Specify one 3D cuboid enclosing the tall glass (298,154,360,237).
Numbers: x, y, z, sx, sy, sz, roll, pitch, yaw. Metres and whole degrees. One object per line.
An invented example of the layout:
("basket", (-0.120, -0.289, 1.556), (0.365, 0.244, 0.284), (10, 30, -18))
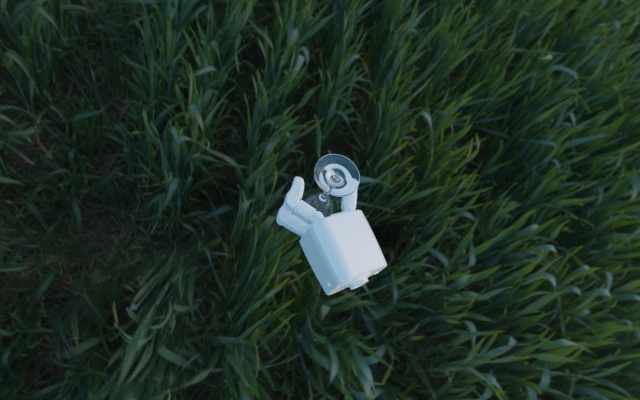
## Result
("tall glass", (0.000, 0.002, 0.821), (0.079, 0.079, 0.201), (0, -25, -17))
